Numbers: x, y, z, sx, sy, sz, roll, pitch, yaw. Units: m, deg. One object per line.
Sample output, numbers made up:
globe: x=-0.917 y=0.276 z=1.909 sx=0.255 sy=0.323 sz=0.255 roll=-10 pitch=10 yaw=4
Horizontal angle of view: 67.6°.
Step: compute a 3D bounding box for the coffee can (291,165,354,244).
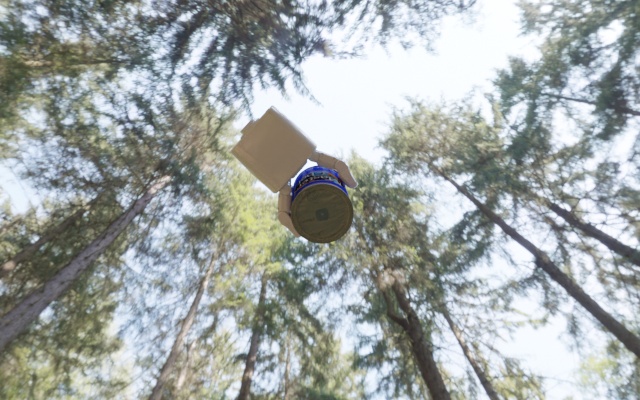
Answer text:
coffee can: x=0.000 y=0.003 z=0.838 sx=0.103 sy=0.103 sz=0.140 roll=0 pitch=17 yaw=-2
